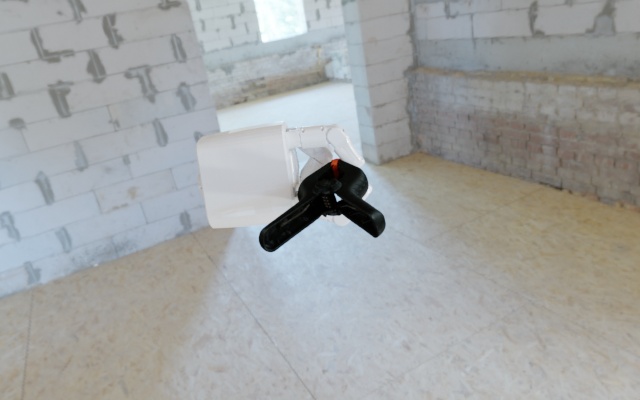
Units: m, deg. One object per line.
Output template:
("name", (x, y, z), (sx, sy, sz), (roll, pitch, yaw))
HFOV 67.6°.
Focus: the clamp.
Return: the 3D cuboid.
("clamp", (0.000, 0.001, 0.501), (0.120, 0.039, 0.171), (-7, 22, 3))
